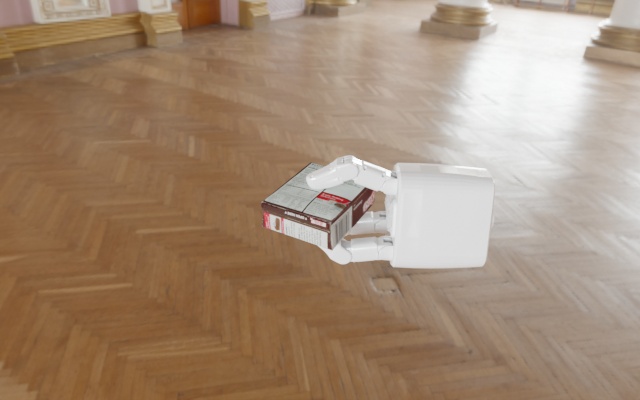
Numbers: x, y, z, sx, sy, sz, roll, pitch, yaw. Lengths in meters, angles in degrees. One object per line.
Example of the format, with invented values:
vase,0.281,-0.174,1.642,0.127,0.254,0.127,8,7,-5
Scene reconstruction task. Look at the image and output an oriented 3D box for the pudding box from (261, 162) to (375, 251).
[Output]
pudding box,0.000,0.002,0.545,0.090,0.039,0.113,16,33,25
